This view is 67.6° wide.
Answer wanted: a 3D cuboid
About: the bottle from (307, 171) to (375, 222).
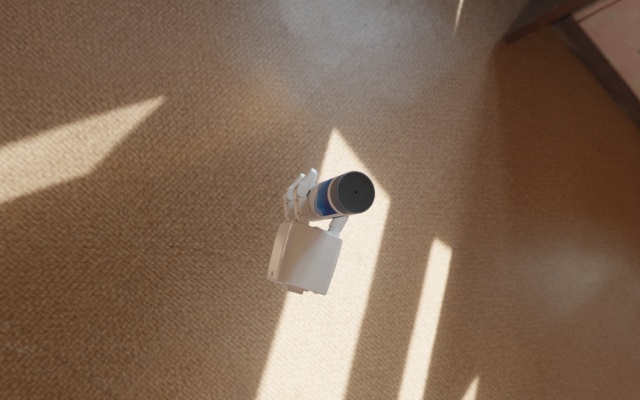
[{"bbox_3d":[0.000,0.003,0.857,0.069,0.069,0.296,0,-6,-22],"label":"bottle"}]
